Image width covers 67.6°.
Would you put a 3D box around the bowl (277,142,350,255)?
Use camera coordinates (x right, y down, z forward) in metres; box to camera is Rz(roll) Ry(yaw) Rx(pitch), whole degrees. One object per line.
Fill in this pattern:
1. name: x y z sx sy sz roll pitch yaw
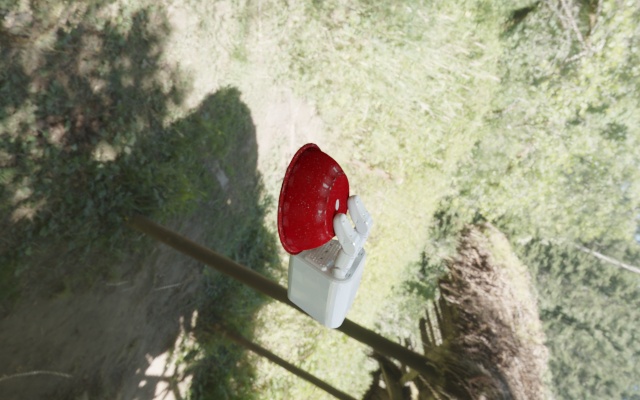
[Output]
1. bowl: 0.000 0.001 0.667 0.055 0.162 0.162 10 4 22
